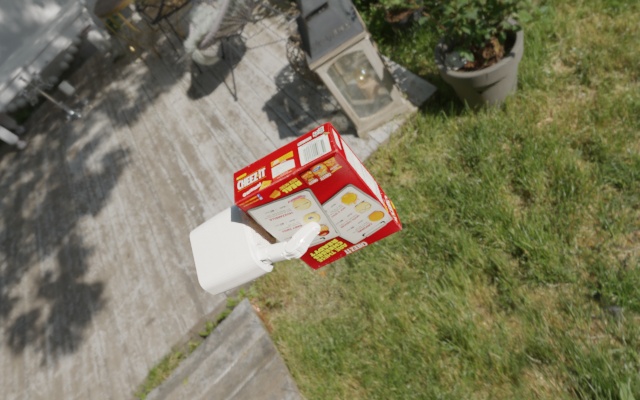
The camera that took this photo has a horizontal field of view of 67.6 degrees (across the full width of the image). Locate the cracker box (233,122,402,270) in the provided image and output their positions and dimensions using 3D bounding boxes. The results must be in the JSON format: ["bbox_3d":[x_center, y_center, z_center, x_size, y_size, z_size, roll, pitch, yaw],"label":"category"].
[{"bbox_3d":[0.000,0.002,0.711,0.164,0.072,0.214,-27,-43,17],"label":"cracker box"}]
